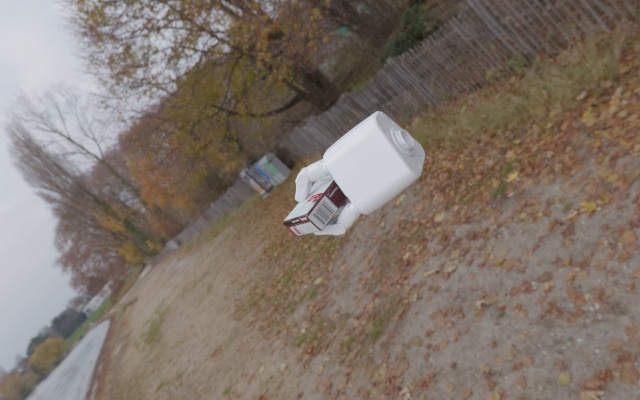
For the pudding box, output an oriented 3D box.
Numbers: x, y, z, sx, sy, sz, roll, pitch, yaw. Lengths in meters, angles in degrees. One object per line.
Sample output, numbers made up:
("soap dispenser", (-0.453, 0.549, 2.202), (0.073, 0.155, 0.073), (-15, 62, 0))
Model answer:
("pudding box", (0.000, 0.002, 0.770), (0.113, 0.039, 0.090), (-50, 15, -27))
